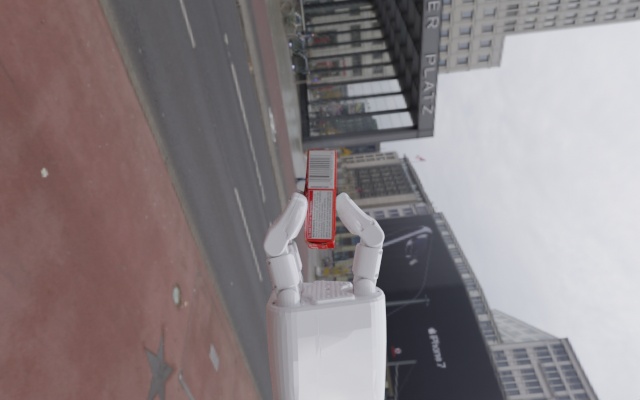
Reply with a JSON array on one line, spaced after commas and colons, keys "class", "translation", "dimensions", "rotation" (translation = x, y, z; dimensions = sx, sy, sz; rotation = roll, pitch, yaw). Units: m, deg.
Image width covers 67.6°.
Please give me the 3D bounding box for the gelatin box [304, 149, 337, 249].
[{"class": "gelatin box", "translation": [0.001, 0.001, 0.469], "dimensions": [0.030, 0.089, 0.073], "rotation": [2, -9, 1]}]
